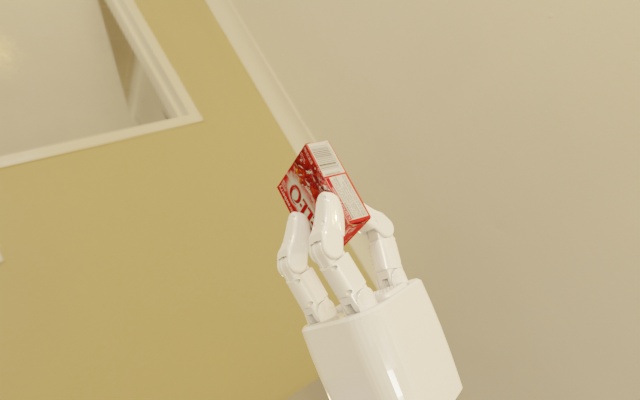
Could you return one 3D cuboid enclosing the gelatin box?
[{"bbox_3d":[0.000,0.001,0.444,0.030,0.089,0.073,-13,-24,-35],"label":"gelatin box"}]
